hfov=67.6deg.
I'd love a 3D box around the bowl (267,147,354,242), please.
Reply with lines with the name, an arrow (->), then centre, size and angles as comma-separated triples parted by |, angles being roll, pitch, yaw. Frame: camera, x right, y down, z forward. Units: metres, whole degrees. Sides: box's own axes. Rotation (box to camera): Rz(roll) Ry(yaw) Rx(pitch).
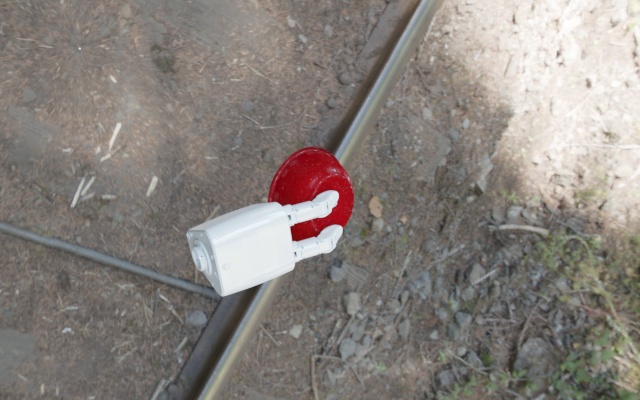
bowl -> 0.001, 0.002, 0.718 | 0.162, 0.162, 0.055 | 0, 11, -44
